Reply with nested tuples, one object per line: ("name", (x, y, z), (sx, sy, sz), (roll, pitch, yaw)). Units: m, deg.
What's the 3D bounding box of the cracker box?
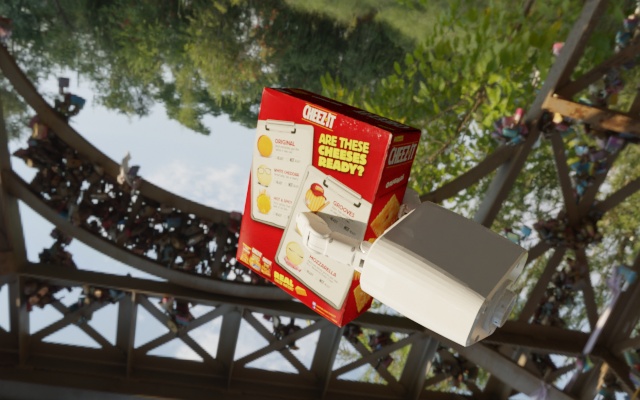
("cracker box", (0.000, 0.002, 0.523), (0.164, 0.214, 0.072), (26, 25, 31))
